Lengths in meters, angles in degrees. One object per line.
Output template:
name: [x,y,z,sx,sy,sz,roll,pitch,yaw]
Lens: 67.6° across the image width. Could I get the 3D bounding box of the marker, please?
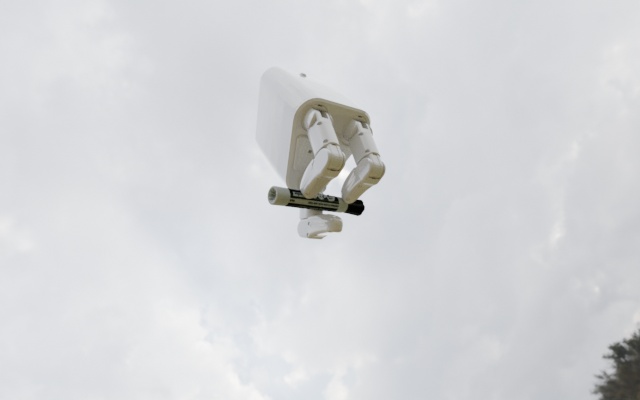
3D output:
marker: [0.000,0.002,0.502,0.121,0.020,0.020,8,-5,-38]
